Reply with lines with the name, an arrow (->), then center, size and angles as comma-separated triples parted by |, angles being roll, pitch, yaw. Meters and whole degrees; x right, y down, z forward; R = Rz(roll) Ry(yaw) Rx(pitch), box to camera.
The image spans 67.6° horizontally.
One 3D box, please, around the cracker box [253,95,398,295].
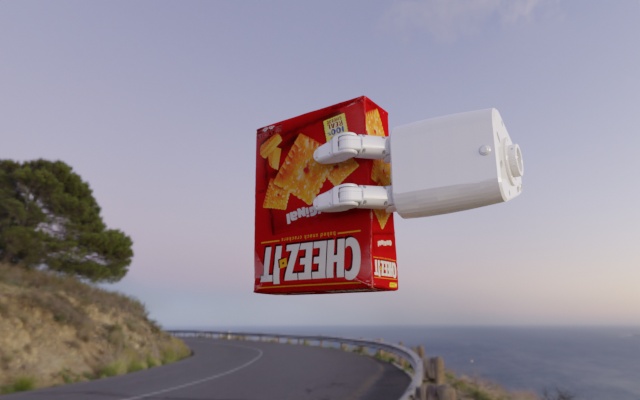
cracker box -> 0.000, 0.002, 0.569 | 0.164, 0.213, 0.072 | -10, -16, 33
